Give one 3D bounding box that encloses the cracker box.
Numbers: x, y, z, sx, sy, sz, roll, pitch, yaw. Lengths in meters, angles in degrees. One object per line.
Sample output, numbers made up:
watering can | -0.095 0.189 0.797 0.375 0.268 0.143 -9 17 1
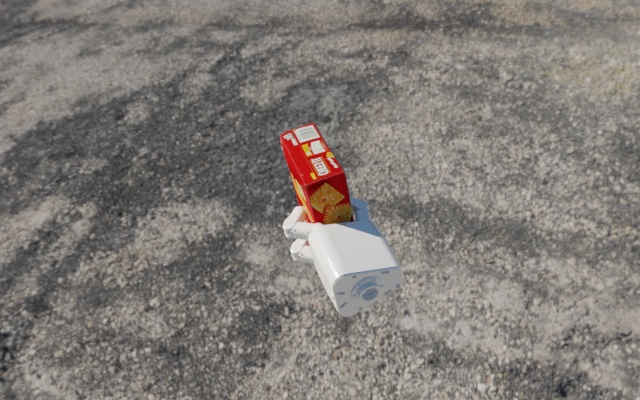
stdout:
cracker box | 0.000 0.002 0.812 0.072 0.214 0.164 -19 40 -7
